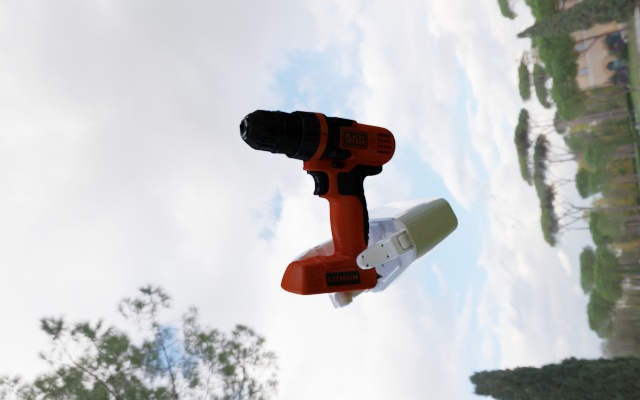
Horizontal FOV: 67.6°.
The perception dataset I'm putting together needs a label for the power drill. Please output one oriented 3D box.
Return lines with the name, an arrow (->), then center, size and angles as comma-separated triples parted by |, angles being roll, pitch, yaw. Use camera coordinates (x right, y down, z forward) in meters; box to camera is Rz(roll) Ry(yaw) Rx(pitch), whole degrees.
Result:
power drill -> 0.000, 0.002, 0.502 | 0.184, 0.187, 0.057 | 3, 0, -31
